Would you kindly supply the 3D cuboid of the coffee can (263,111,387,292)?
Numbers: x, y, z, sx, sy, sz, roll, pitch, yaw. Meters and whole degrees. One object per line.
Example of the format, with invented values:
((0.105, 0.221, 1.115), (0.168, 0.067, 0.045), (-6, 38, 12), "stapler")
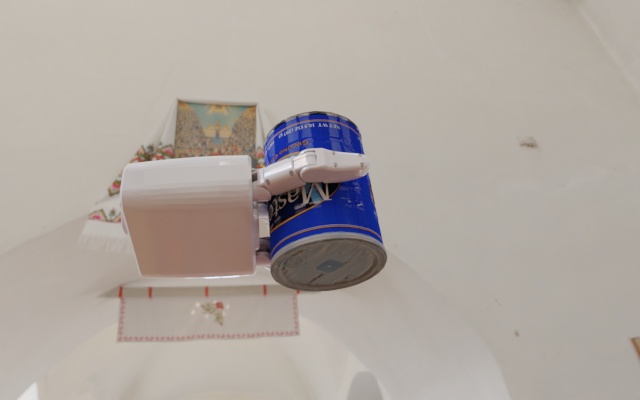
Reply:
((0.000, 0.002, 0.455), (0.103, 0.140, 0.103), (-5, -33, -4), "coffee can")
